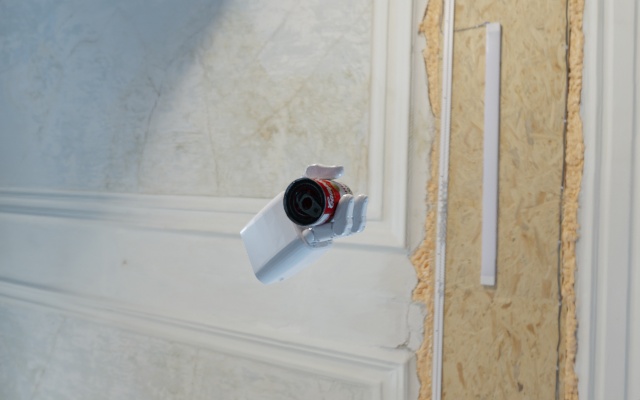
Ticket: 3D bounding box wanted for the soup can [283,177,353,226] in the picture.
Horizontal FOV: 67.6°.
[{"bbox_3d":[0.001,0.002,0.705,0.068,0.068,0.102,0,0,28],"label":"soup can"}]
